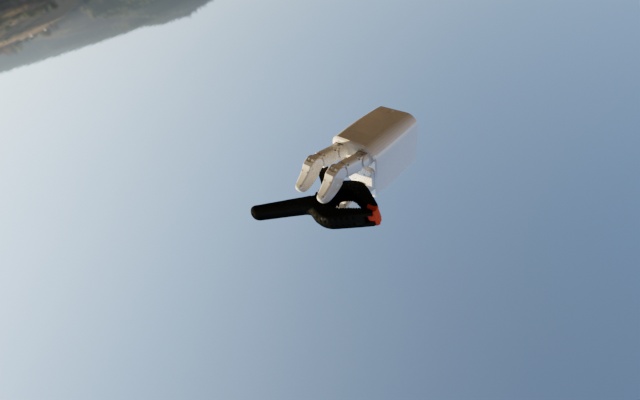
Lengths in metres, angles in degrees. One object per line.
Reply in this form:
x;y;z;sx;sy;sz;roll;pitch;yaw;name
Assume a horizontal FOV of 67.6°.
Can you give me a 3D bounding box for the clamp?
0.001;0.003;0.729;0.164;0.036;0.210;-39;39;-22;clamp
